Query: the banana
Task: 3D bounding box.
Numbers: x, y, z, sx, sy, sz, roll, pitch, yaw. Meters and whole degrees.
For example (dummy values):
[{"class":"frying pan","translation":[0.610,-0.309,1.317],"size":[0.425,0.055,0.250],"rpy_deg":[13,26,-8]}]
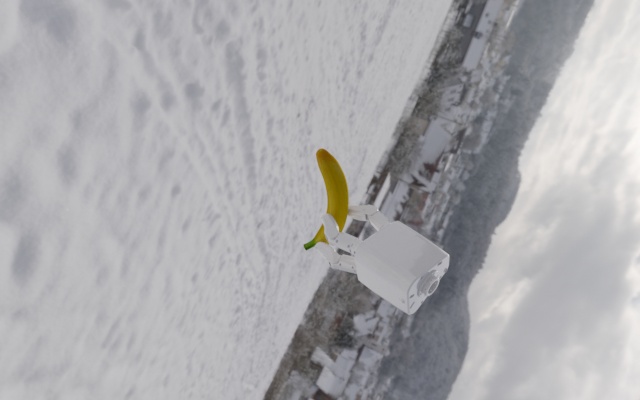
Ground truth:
[{"class":"banana","translation":[0.017,0.004,0.818],"size":[0.069,0.198,0.037],"rpy_deg":[-5,29,-23]}]
